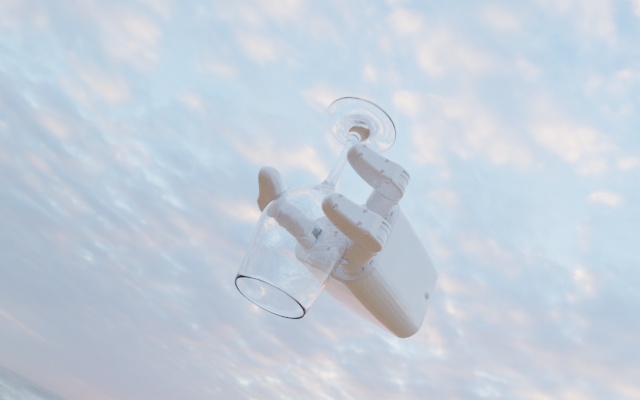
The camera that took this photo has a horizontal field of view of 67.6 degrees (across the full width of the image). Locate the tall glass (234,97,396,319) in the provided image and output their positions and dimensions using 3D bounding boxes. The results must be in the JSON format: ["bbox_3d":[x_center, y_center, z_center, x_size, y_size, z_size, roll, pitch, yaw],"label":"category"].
[{"bbox_3d":[0.000,0.001,0.422,0.079,0.201,0.079,20,-33,13],"label":"tall glass"}]
